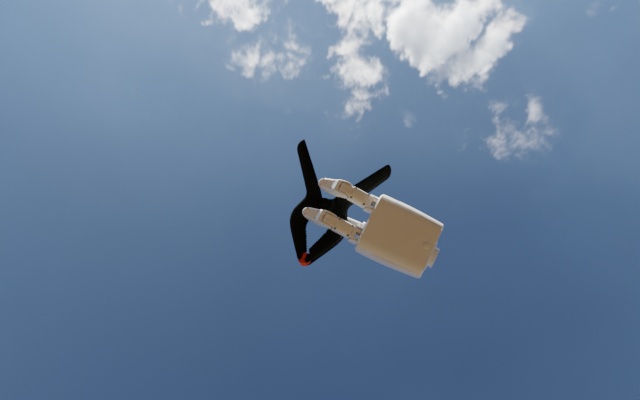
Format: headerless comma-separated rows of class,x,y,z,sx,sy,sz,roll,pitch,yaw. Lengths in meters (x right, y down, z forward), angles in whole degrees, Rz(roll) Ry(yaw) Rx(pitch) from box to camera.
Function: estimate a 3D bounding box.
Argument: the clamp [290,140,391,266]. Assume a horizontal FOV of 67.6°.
clamp,0.000,0.003,0.780,0.164,0.210,0.036,25,-14,15
